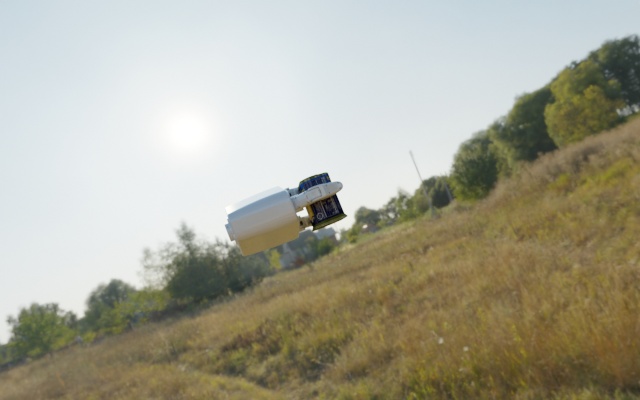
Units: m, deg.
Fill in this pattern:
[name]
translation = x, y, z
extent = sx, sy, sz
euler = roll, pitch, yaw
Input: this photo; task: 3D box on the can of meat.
[can of meat]
translation = 0.000, 0.002, 0.822
extent = 0.057, 0.084, 0.102
euler = -21, -5, -8
